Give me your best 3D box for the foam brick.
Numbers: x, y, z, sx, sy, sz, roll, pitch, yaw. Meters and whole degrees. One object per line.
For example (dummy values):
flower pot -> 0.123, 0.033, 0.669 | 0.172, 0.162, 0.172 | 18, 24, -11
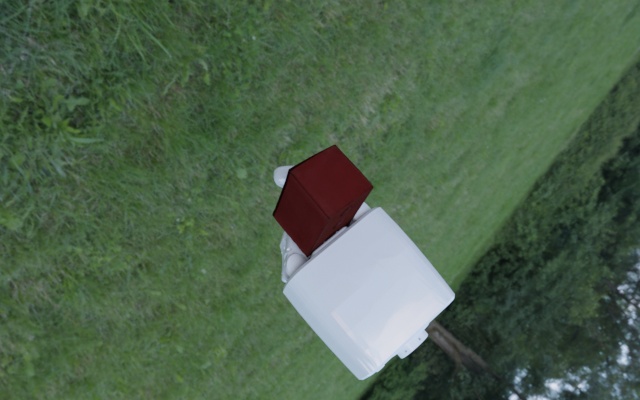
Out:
foam brick -> 0.000, 0.001, 0.406 | 0.053, 0.051, 0.078 | -33, -16, -29
